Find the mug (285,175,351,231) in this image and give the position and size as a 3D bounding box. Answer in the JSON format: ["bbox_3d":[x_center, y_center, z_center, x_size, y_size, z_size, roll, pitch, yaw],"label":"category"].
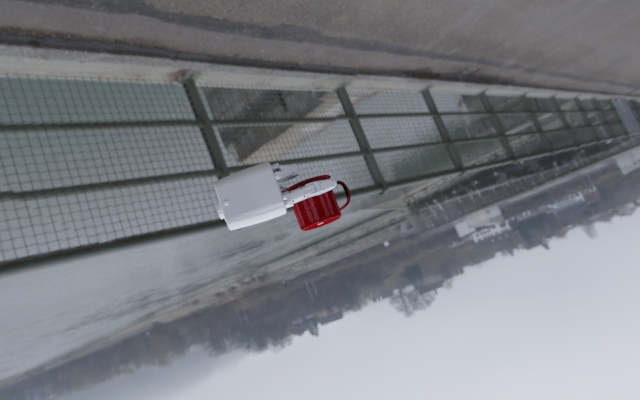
[{"bbox_3d":[0.002,0.003,0.897,0.117,0.081,0.093,-19,-9,-8],"label":"mug"}]
